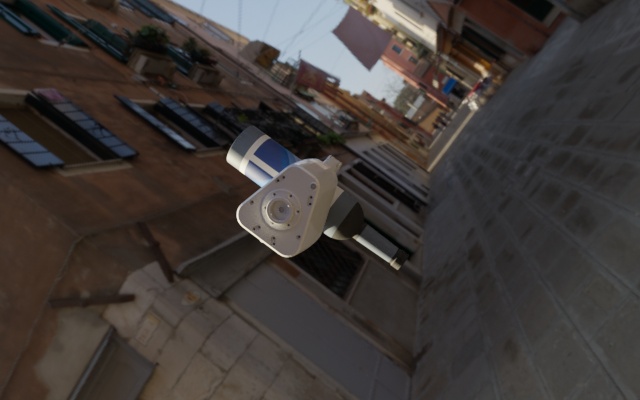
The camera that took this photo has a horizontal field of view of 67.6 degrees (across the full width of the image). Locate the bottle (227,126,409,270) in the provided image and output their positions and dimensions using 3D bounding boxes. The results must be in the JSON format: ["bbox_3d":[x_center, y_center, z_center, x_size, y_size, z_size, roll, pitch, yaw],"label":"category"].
[{"bbox_3d":[0.000,0.002,0.696,0.295,0.069,0.069,36,4,5],"label":"bottle"}]
